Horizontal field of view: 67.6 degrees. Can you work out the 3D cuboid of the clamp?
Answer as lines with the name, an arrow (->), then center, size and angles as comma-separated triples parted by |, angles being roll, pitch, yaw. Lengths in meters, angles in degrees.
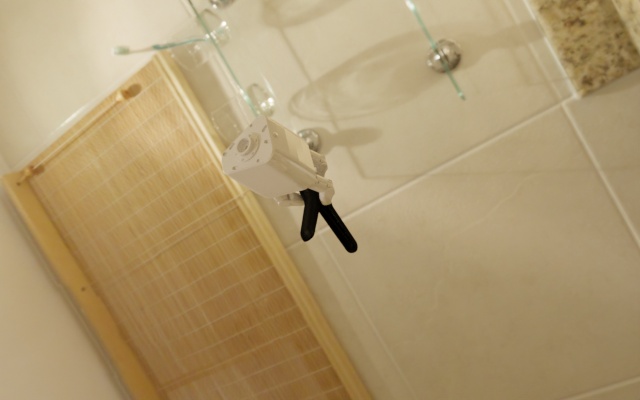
clamp -> -0.001, 0.003, 0.894 | 0.036, 0.209, 0.165 | -31, -35, 24
